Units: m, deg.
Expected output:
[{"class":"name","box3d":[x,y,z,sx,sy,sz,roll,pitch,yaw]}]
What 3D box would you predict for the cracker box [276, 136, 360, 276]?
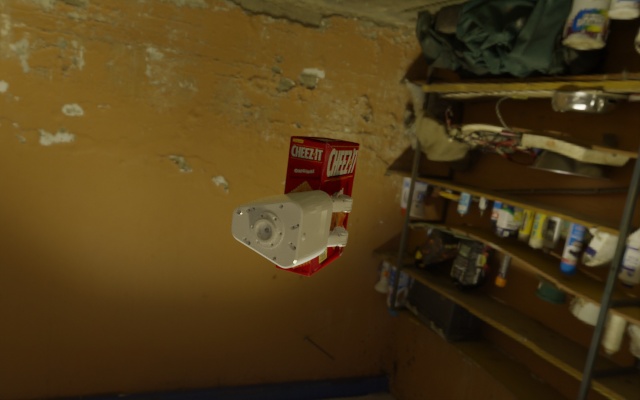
[{"class":"cracker box","box3d":[0.000,0.003,0.810,0.072,0.214,0.164,12,10,20]}]
